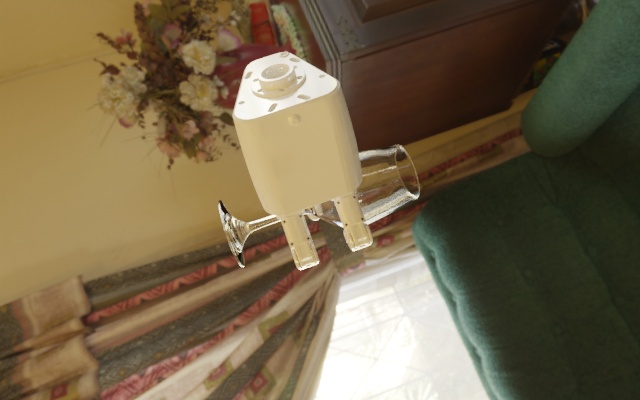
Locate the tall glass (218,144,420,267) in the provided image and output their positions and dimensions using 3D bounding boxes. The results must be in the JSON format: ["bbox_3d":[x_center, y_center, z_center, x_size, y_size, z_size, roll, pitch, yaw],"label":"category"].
[{"bbox_3d":[-0.001,0.002,0.505,0.201,0.079,0.079,-19,1,-4],"label":"tall glass"}]
